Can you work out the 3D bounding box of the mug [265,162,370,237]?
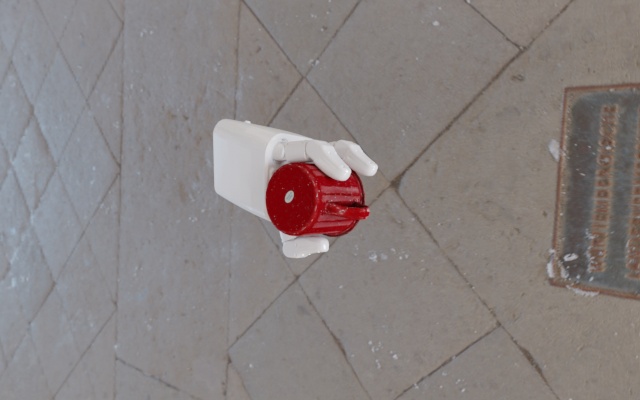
[{"bbox_3d":[0.001,0.002,0.543,0.117,0.093,0.081,20,13,36],"label":"mug"}]
